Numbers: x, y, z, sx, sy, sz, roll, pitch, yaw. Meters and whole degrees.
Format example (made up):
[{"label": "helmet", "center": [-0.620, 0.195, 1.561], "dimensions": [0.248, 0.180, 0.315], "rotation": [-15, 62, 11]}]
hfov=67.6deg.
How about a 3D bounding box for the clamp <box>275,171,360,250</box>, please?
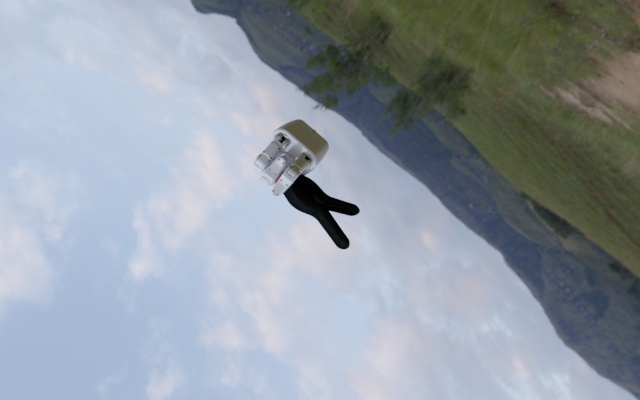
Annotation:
[{"label": "clamp", "center": [0.000, 0.003, 0.854], "dimensions": [0.039, 0.171, 0.120], "rotation": [-46, 3, 28]}]
